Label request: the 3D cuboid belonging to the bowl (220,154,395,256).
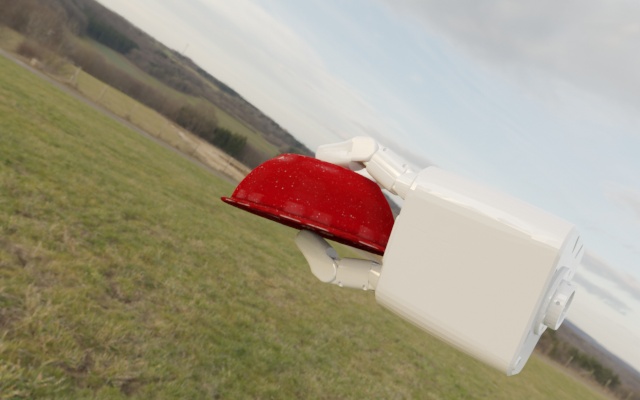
[{"bbox_3d":[-0.001,0.001,0.412,0.162,0.055,0.162,18,-6,2],"label":"bowl"}]
